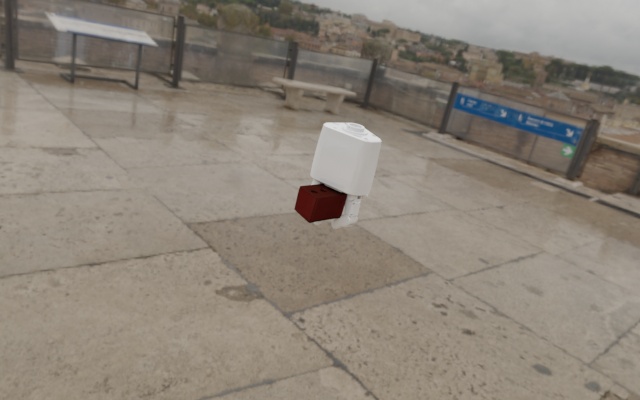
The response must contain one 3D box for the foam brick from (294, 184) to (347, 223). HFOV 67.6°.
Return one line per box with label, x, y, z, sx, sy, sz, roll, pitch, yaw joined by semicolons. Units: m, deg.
foam brick;0.000;0.003;0.884;0.078;0.051;0.053;-8;33;-40
